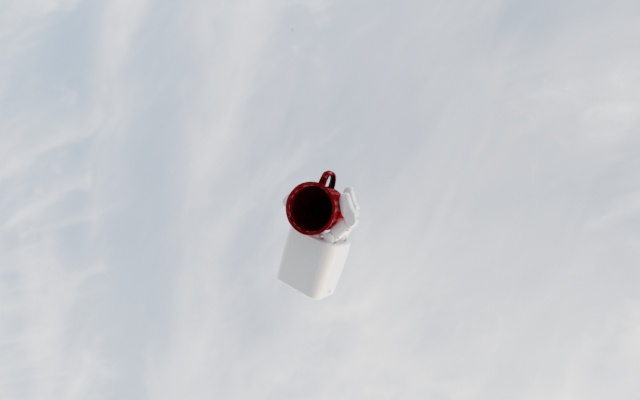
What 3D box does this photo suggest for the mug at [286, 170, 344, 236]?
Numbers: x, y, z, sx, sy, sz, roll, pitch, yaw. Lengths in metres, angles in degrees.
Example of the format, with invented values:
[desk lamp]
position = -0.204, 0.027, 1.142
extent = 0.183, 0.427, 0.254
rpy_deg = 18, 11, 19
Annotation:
[mug]
position = 0.001, 0.001, 0.851
extent = 0.093, 0.117, 0.081
rpy_deg = 19, 6, 21
